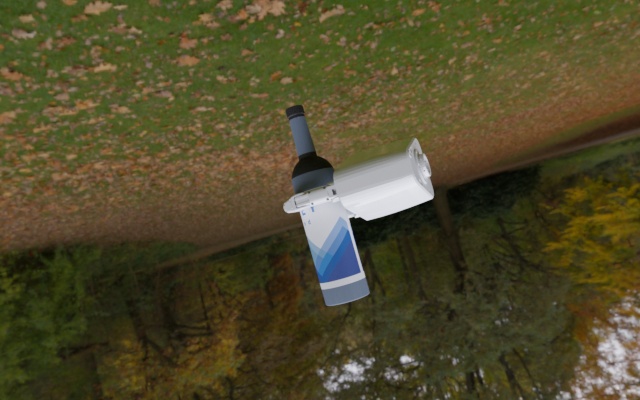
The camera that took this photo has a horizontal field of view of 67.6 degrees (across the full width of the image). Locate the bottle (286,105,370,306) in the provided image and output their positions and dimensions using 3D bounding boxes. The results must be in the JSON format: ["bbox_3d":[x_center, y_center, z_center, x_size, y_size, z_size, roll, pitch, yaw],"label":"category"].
[{"bbox_3d":[0.000,0.003,0.707,0.069,0.295,0.069,-16,-4,-1],"label":"bottle"}]
